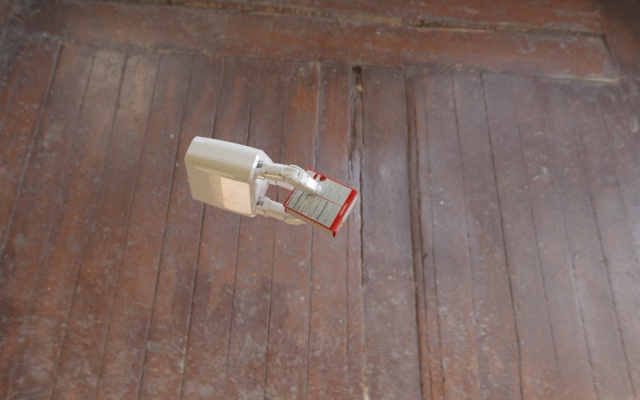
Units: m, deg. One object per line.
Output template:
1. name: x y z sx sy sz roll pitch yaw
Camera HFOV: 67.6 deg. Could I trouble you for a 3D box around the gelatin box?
1. gelatin box: 0.000 0.002 0.711 0.089 0.073 0.030 25 -21 17
